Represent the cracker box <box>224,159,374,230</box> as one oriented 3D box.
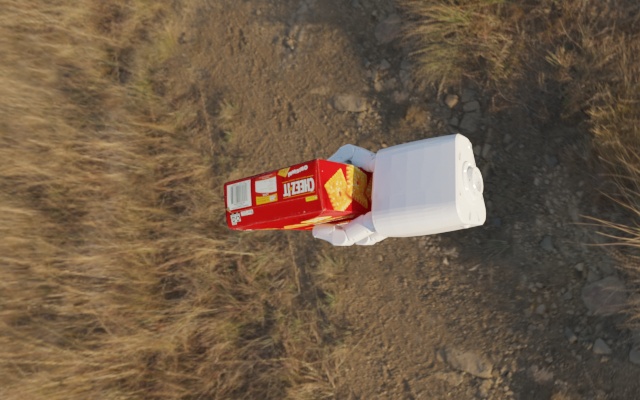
[{"bbox_3d":[0.000,0.002,0.667,0.164,0.072,0.214,-12,-11,36],"label":"cracker box"}]
